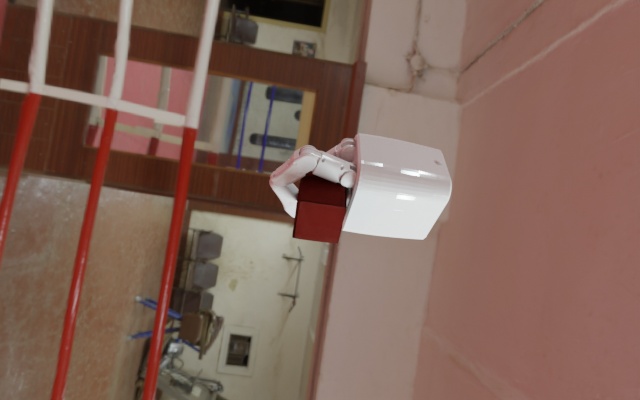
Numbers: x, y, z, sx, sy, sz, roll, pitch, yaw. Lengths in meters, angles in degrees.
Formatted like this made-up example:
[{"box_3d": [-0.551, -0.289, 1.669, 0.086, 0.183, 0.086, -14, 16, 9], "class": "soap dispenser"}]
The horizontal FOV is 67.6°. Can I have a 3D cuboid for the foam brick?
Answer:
[{"box_3d": [0.000, 0.002, 0.531, 0.051, 0.053, 0.078, 10, 36, -4], "class": "foam brick"}]
